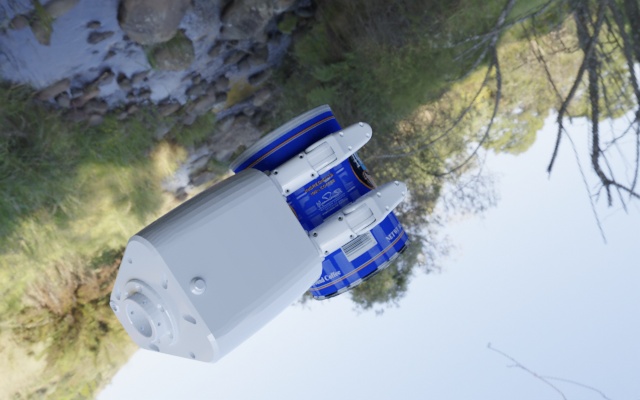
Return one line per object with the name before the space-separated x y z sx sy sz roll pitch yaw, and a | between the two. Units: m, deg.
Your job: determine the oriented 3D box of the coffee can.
coffee can | 0.000 0.001 0.425 0.103 0.140 0.103 -32 3 2
